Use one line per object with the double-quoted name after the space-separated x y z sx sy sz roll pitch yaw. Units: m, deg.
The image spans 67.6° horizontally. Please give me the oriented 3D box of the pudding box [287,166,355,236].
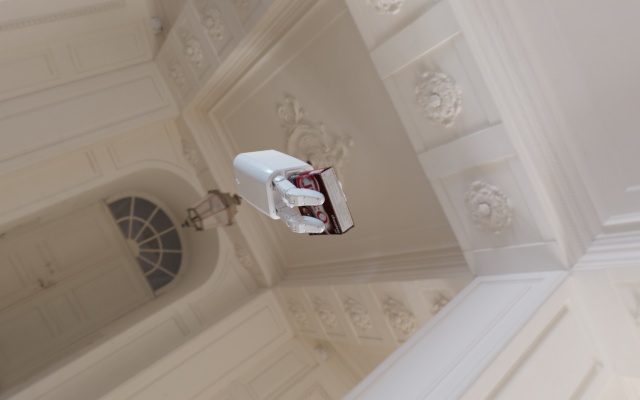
0.000 0.003 0.810 0.039 0.113 0.090 -33 16 -36 "pudding box"
